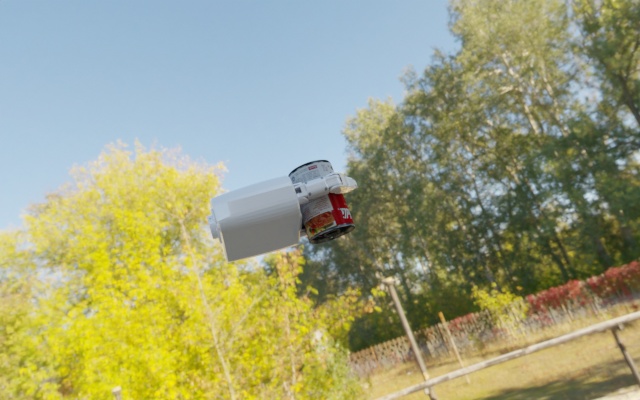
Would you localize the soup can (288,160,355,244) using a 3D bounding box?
[{"bbox_3d":[0.000,0.002,0.676,0.068,0.102,0.068,-18,-16,-5],"label":"soup can"}]
